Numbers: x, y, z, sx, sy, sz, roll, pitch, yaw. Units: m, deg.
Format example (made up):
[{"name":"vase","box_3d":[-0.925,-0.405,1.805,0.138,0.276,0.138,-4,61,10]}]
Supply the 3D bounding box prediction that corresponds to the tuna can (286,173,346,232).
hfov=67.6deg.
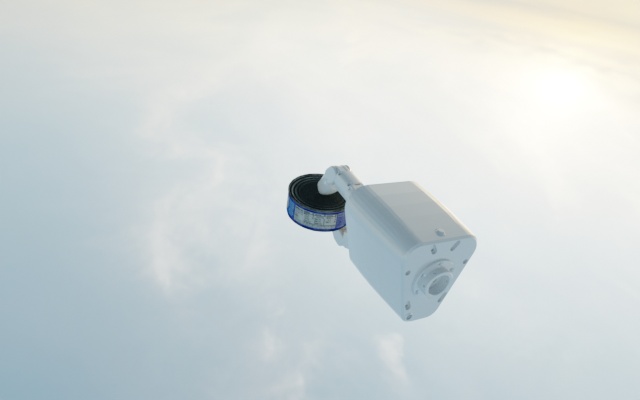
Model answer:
[{"name":"tuna can","box_3d":[0.000,0.002,0.603,0.086,0.034,0.086,7,34,-4]}]
